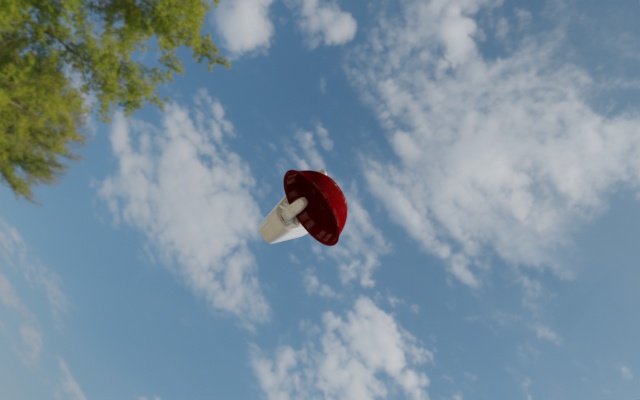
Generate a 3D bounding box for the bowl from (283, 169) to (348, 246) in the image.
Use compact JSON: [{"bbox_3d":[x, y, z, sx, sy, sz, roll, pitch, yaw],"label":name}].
[{"bbox_3d":[0.001,0.003,0.889,0.055,0.162,0.162,-32,15,-25],"label":"bowl"}]
